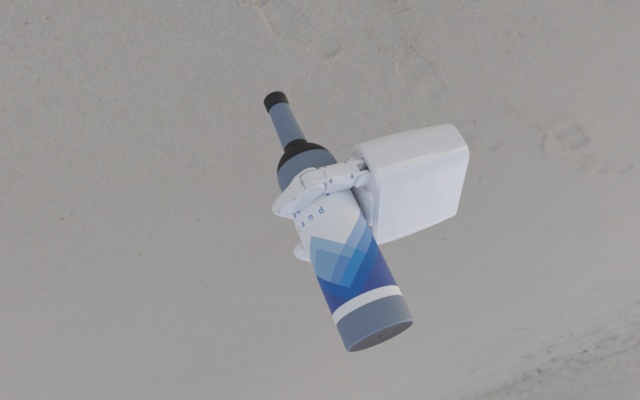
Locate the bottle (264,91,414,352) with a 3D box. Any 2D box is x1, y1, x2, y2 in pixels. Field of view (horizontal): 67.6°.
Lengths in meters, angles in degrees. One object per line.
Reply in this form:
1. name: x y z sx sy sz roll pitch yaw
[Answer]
1. bottle: 0.000 0.002 0.491 0.069 0.295 0.069 -19 -27 -10
